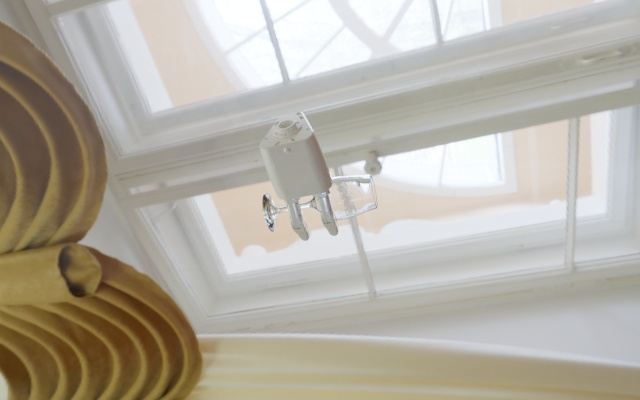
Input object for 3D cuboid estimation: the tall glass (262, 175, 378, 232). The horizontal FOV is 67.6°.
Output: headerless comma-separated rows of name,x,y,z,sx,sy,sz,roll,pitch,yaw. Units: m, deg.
tall glass,0.000,0.003,0.871,0.201,0.079,0.079,-11,-2,11
